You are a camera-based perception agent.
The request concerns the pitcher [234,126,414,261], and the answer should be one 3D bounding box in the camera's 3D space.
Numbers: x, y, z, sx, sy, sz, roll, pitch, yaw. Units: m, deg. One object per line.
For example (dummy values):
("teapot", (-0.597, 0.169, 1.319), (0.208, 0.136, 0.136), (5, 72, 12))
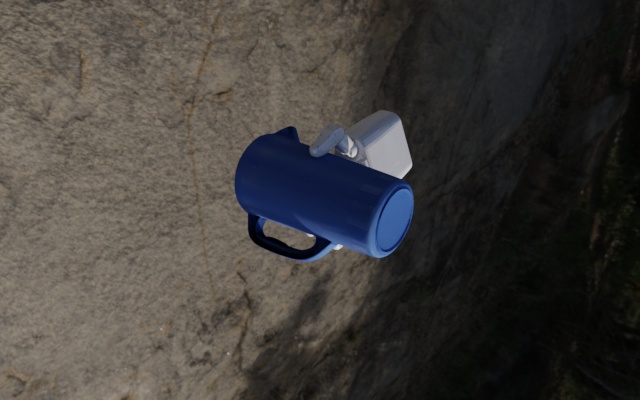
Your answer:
("pitcher", (0.000, 0.002, 0.683), (0.243, 0.149, 0.145), (21, 44, 35))
